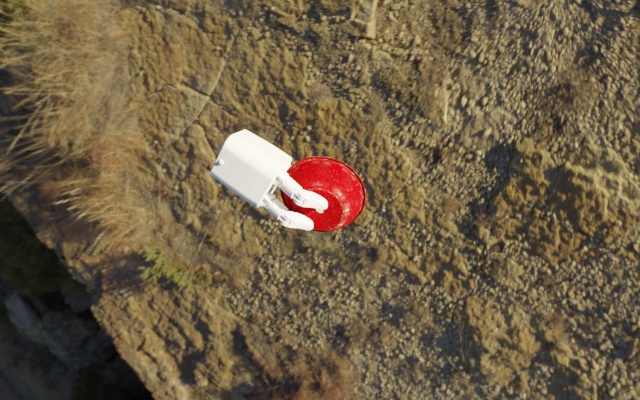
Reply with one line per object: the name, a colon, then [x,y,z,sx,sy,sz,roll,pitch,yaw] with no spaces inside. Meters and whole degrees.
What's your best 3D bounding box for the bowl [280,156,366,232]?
bowl: [0.001,0.003,0.867,0.162,0.162,0.055,0,34,11]
